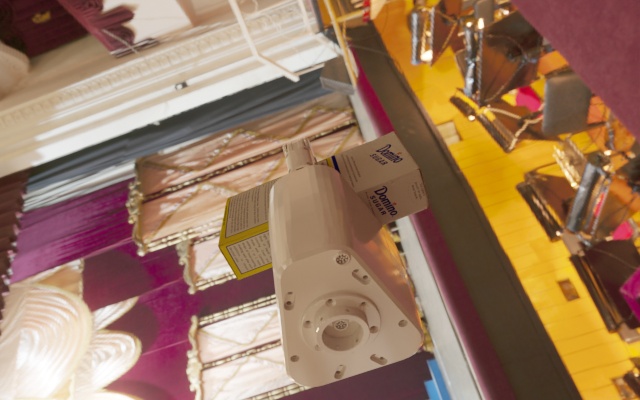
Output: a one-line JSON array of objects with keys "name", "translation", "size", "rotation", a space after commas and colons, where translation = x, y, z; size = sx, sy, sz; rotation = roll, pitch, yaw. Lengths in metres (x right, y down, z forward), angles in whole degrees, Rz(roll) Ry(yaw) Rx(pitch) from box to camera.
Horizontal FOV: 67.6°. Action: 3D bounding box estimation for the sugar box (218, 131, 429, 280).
[{"name": "sugar box", "translation": [0.000, 0.002, 0.430], "size": [0.176, 0.048, 0.093], "rotation": [-19, 28, 4]}]
